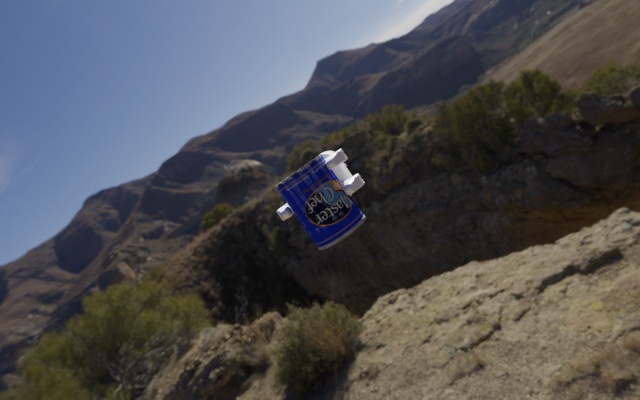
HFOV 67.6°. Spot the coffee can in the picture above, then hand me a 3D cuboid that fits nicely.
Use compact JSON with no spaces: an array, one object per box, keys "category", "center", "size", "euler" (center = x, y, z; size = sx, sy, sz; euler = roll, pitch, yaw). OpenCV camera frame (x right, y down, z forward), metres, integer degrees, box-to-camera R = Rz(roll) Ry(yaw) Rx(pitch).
[{"category":"coffee can","center":[0.000,0.003,0.858],"size":[0.103,0.140,0.103],"euler":[-35,5,4]}]
